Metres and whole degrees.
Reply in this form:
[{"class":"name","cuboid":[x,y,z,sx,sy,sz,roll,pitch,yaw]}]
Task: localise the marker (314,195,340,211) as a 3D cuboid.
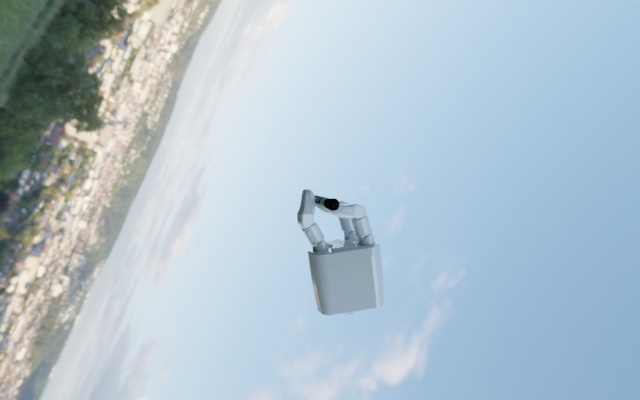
[{"class":"marker","cuboid":[0.000,0.002,0.756,0.020,0.020,0.121,0,4,-21]}]
